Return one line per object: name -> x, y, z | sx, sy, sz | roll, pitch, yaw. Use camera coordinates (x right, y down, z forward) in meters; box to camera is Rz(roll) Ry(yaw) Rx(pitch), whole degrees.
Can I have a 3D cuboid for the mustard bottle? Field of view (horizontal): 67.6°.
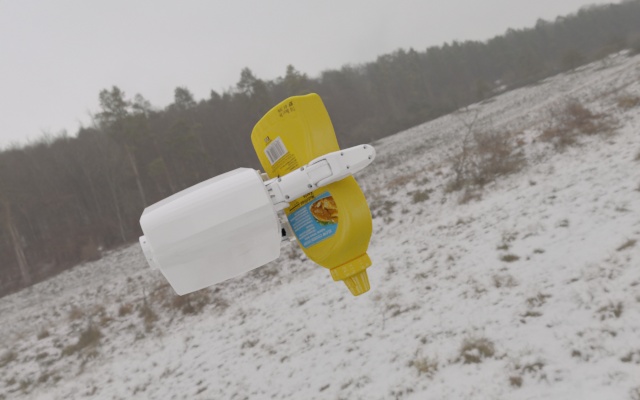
mustard bottle -> 0.000, 0.001, 0.463 | 0.058, 0.191, 0.096 | -19, -8, -39
